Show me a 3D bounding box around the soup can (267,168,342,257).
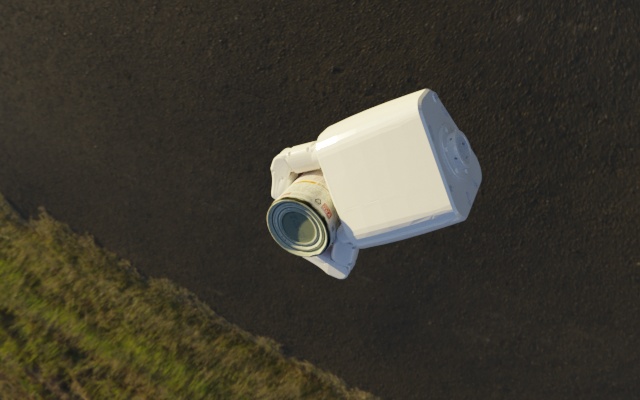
[{"bbox_3d":[0.000,0.002,0.480,0.068,0.068,0.102,0,30,30],"label":"soup can"}]
